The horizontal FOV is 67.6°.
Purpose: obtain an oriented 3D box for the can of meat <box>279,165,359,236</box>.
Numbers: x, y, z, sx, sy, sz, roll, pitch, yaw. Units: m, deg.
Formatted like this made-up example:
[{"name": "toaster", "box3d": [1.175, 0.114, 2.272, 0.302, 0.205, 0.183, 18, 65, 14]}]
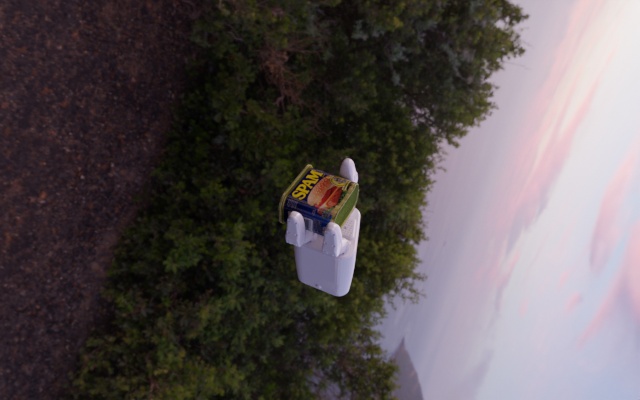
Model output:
[{"name": "can of meat", "box3d": [0.000, 0.002, 0.698, 0.084, 0.057, 0.102, 20, 44, 17]}]
